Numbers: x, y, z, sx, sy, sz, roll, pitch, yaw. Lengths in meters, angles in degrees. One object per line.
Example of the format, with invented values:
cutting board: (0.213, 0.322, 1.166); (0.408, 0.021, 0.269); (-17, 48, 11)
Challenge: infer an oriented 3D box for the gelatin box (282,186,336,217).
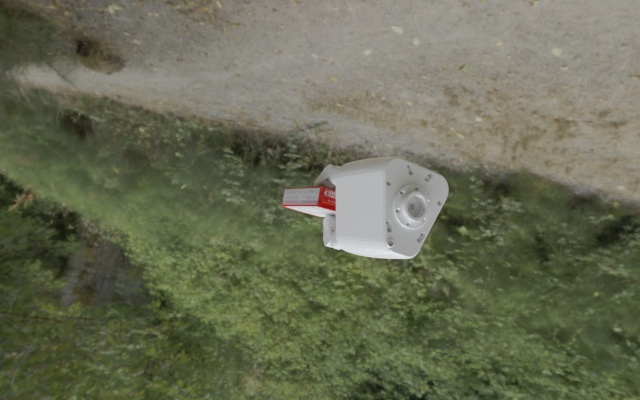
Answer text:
gelatin box: (0.000, 0.003, 0.678); (0.073, 0.030, 0.089); (16, -11, -38)
